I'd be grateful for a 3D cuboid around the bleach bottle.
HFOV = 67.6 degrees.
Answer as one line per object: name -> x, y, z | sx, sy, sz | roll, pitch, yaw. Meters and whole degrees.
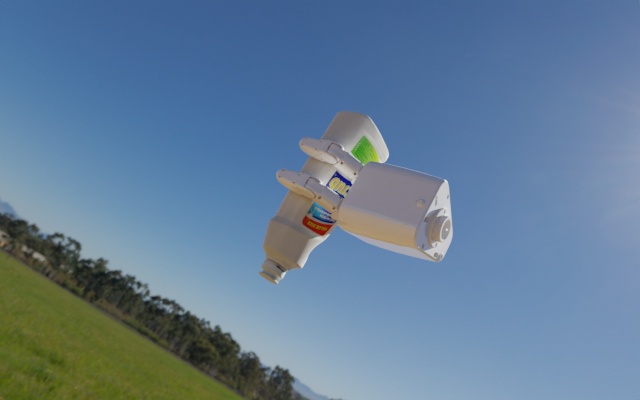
bleach bottle -> 0.000, 0.002, 0.643 | 0.068, 0.250, 0.103 | 15, -26, 37
